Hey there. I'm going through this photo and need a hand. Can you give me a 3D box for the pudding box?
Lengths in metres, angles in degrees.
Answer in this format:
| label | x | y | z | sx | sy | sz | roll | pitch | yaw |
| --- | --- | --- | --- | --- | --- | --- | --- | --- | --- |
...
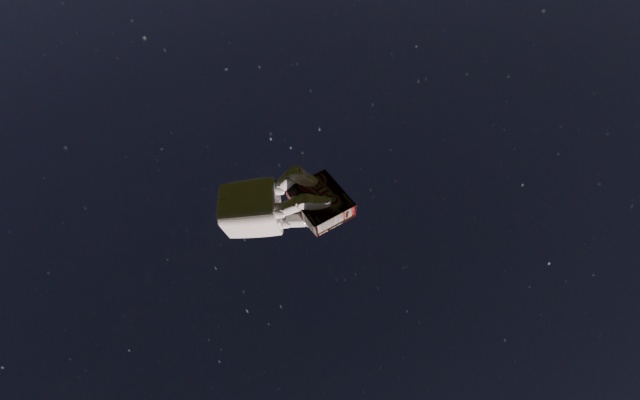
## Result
| label | x | y | z | sx | sy | sz | roll | pitch | yaw |
| --- | --- | --- | --- | --- | --- | --- | --- | --- | --- |
| pudding box | 0.000 | 0.003 | 0.883 | 0.090 | 0.113 | 0.039 | -28 | -35 | -16 |
